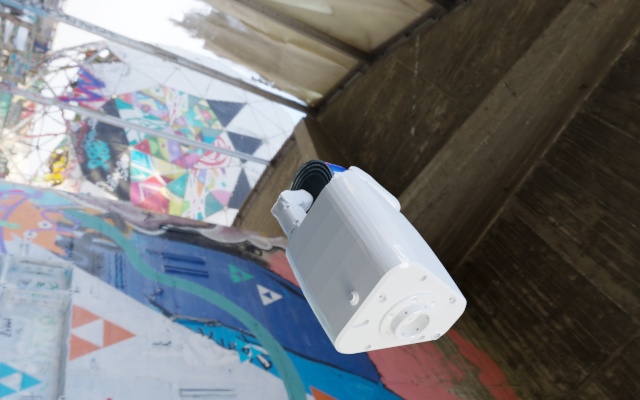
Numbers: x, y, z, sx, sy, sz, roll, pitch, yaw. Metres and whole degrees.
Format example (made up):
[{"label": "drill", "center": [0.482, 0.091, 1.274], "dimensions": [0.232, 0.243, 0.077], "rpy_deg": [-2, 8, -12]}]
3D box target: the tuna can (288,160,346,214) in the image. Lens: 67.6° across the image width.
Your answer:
[{"label": "tuna can", "center": [0.001, 0.002, 0.509], "dimensions": [0.034, 0.086, 0.086], "rpy_deg": [12, -7, -36]}]
